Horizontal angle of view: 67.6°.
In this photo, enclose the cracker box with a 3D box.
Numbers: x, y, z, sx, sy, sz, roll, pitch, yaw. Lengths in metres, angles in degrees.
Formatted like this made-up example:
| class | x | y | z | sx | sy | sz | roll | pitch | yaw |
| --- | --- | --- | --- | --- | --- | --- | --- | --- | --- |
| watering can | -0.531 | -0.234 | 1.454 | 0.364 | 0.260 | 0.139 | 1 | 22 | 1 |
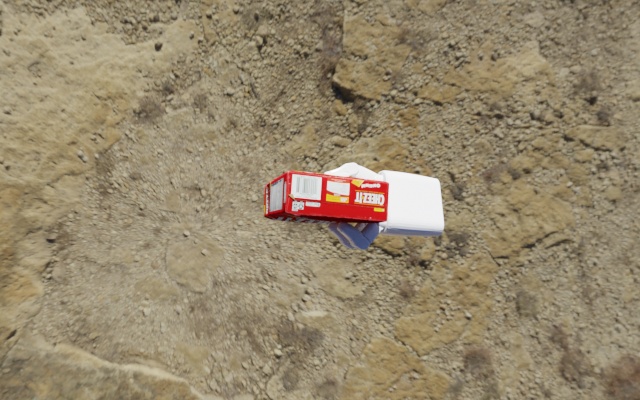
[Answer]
| class | x | y | z | sx | sy | sz | roll | pitch | yaw |
| --- | --- | --- | --- | --- | --- | --- | --- | --- | --- |
| cracker box | 0.000 | 0.002 | 0.815 | 0.164 | 0.072 | 0.214 | 5 | -5 | -15 |
